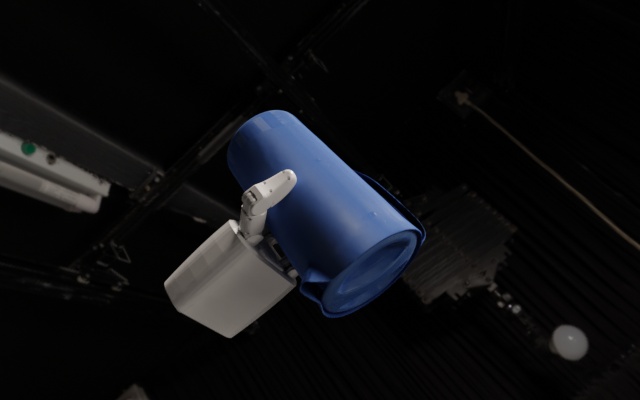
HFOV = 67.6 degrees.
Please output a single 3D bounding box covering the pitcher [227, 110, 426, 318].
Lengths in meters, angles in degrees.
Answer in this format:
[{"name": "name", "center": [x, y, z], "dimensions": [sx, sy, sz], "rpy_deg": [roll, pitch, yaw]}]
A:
[{"name": "pitcher", "center": [0.000, 0.002, 0.563], "dimensions": [0.242, 0.145, 0.149], "rpy_deg": [50, 3, 30]}]
